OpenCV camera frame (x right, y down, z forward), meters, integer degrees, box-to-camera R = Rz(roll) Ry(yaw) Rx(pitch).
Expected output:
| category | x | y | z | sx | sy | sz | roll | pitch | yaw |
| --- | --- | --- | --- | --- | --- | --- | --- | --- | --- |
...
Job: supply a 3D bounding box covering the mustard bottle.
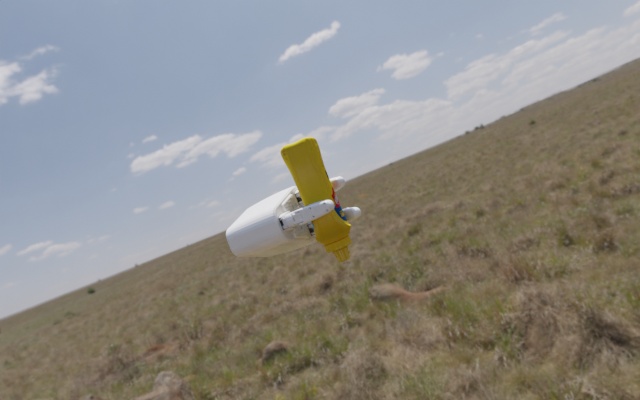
| category | x | y | z | sx | sy | sz | roll | pitch | yaw |
| --- | --- | --- | --- | --- | --- | --- | --- | --- | --- |
| mustard bottle | 0.000 | 0.002 | 0.725 | 0.058 | 0.191 | 0.096 | -22 | 0 | 3 |
